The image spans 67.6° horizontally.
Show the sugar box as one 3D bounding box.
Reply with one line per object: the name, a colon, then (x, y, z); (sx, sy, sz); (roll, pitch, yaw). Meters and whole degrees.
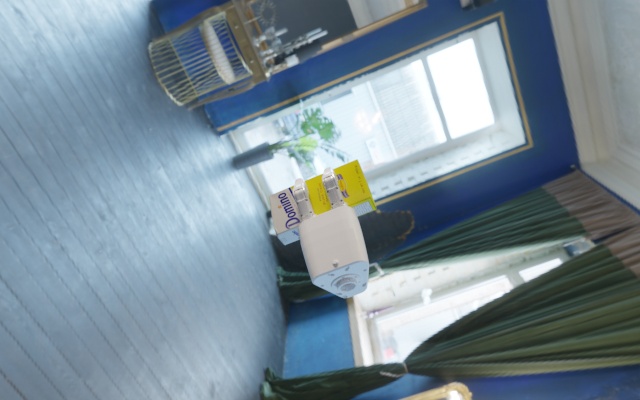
sugar box: (0.000, 0.003, 0.836); (0.176, 0.093, 0.048); (-21, -38, 8)
